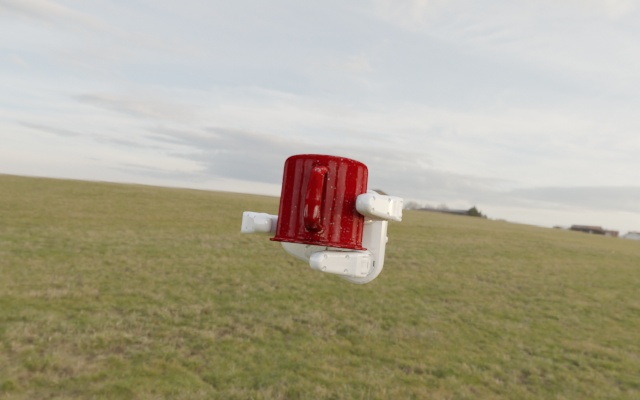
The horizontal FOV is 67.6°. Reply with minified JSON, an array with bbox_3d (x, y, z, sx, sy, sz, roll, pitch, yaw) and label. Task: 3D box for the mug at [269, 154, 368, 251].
[{"bbox_3d":[0.000,0.001,0.442,0.093,0.081,0.117,5,-5,10],"label":"mug"}]
